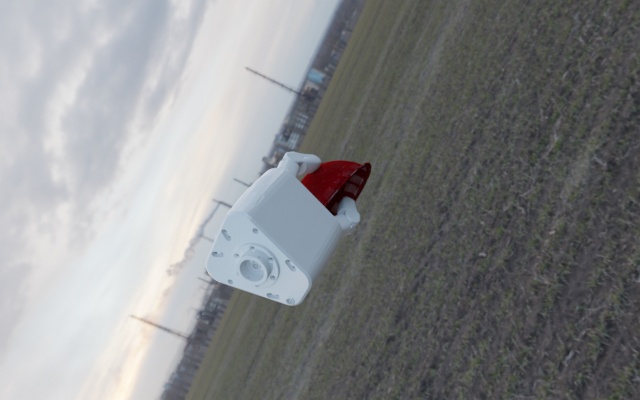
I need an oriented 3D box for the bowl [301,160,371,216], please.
[{"bbox_3d":[0.000,0.002,0.645,0.055,0.162,0.162,36,9,13],"label":"bowl"}]
